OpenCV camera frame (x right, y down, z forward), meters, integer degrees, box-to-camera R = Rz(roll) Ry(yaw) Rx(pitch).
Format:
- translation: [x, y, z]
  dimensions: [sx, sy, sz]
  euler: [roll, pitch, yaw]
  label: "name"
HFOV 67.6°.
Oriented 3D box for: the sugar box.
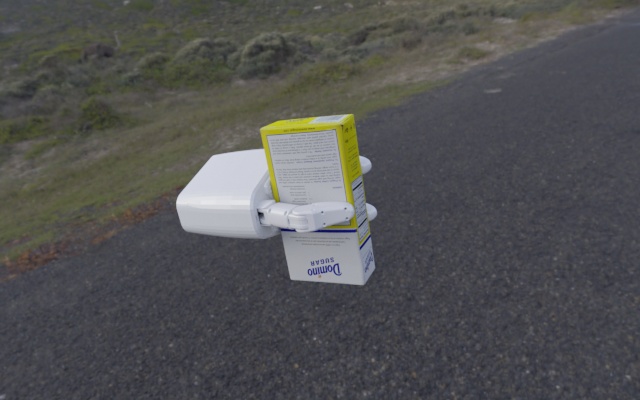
- translation: [0.000, 0.001, 0.512]
  dimensions: [0.093, 0.176, 0.048]
  euler: [0, 23, 26]
  label: "sugar box"
